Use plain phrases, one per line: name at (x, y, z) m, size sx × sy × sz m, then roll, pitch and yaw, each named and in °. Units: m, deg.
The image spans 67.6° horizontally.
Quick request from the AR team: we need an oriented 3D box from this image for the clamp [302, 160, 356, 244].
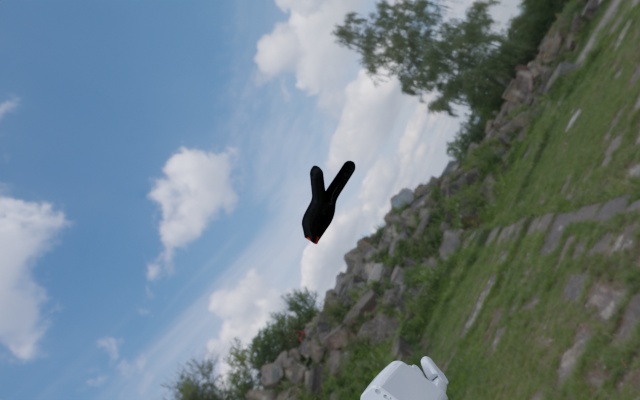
clamp at (0.000, 0.003, 0.879) m, size 0.039 × 0.171 × 0.120 m, roll 31°, pitch 17°, yaw 36°
